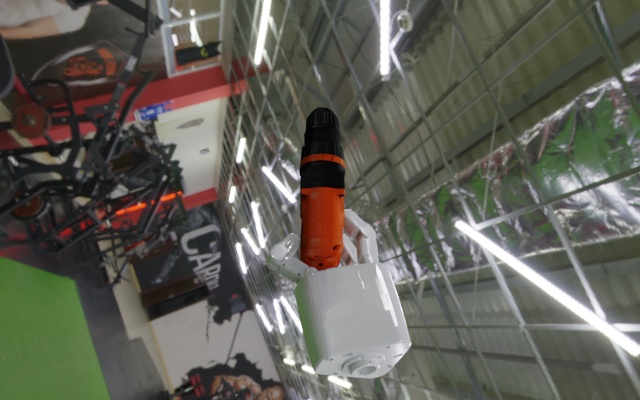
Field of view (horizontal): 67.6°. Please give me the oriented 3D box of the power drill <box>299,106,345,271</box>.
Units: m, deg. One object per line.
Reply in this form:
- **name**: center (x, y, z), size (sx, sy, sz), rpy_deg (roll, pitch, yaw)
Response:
- **power drill**: center (0.000, 0.002, 0.603), size (0.057, 0.184, 0.188), rpy_deg (1, -23, 1)
